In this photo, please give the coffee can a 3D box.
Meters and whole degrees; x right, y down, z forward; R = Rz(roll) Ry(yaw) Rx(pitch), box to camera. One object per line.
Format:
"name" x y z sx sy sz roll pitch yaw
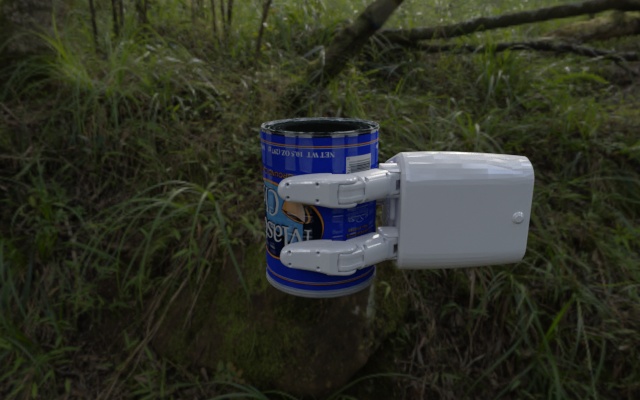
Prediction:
"coffee can" 0.000 0.002 0.430 0.103 0.140 0.102 0 16 0
